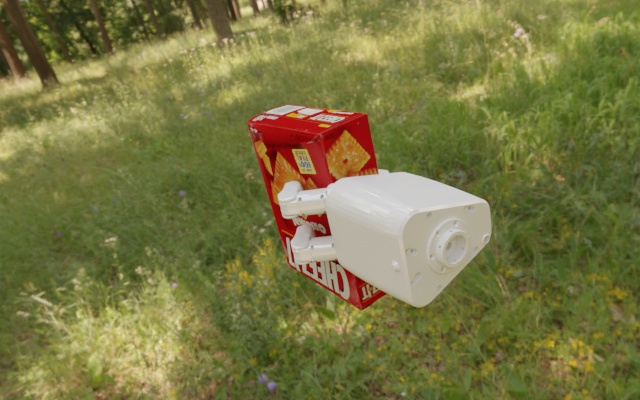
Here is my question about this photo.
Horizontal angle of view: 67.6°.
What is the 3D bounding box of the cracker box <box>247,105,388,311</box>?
[{"bbox_3d":[0.000,0.002,0.566,0.072,0.214,0.164,-26,27,-27],"label":"cracker box"}]
